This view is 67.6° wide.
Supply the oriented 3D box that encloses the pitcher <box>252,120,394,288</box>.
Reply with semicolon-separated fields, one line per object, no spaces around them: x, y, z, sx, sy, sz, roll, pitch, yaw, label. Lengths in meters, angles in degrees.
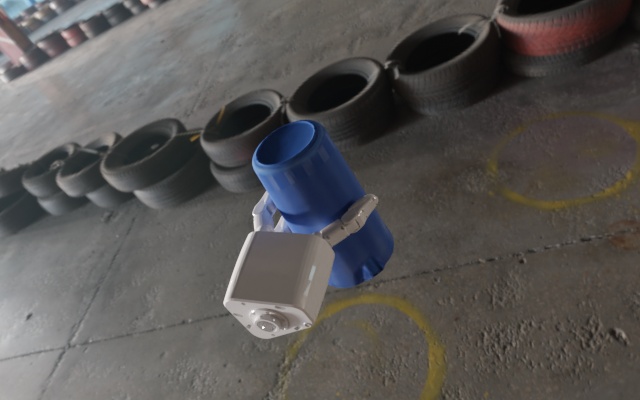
0.000;0.002;0.701;0.149;0.145;0.243;-7;-47;29;pitcher
